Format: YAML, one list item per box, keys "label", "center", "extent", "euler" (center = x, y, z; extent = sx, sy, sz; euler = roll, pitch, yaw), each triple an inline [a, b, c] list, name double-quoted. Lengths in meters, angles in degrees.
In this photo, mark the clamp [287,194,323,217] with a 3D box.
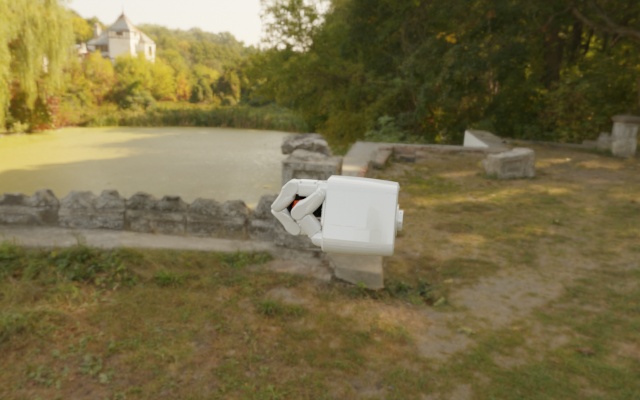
- label: "clamp"
  center: [0.000, 0.002, 0.813]
  extent: [0.120, 0.039, 0.171]
  euler: [5, 14, 10]
